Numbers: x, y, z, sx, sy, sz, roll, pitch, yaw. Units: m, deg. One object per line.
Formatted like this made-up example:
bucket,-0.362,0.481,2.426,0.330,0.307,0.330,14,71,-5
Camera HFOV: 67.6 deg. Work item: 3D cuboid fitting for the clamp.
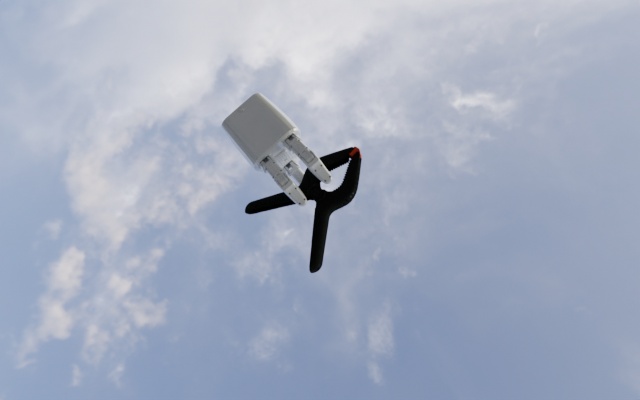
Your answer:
clamp,0.001,0.002,0.781,0.210,0.164,0.036,-42,-18,-2
